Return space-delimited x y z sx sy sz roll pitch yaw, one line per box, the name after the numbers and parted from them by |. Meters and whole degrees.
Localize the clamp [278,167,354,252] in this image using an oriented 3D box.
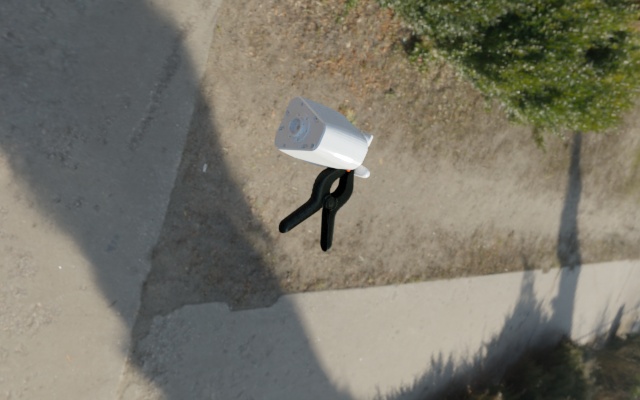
0.001 0.003 0.828 0.120 0.171 0.039 16 8 -44 | clamp
